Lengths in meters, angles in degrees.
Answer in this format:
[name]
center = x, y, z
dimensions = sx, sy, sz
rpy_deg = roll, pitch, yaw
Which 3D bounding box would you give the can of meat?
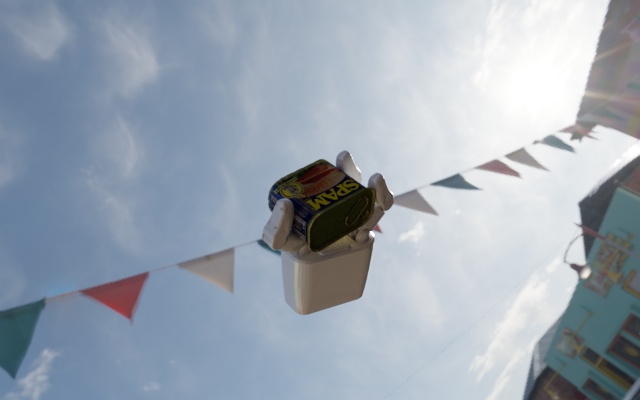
[can of meat]
center = 0.000, 0.002, 0.569
dimensions = 0.102, 0.057, 0.084
rpy_deg = -28, 47, -30
